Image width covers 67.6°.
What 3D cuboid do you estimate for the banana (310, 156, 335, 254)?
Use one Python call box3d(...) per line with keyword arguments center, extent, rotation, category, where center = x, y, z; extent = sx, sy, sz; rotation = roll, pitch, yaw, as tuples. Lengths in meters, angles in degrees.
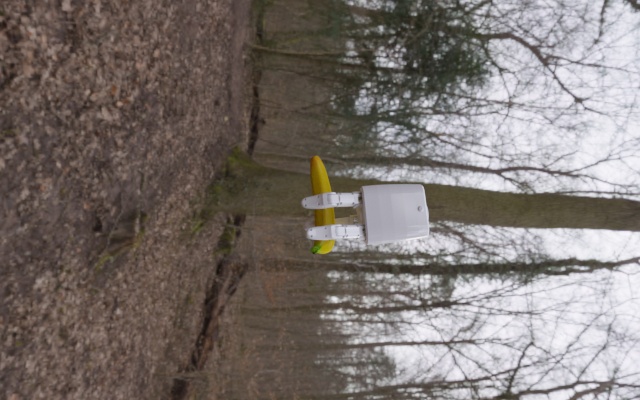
box3d(center=(0.004, 0.015, 0.839), extent=(0.037, 0.197, 0.070), rotation=(-8, -33, 8), category="banana")
